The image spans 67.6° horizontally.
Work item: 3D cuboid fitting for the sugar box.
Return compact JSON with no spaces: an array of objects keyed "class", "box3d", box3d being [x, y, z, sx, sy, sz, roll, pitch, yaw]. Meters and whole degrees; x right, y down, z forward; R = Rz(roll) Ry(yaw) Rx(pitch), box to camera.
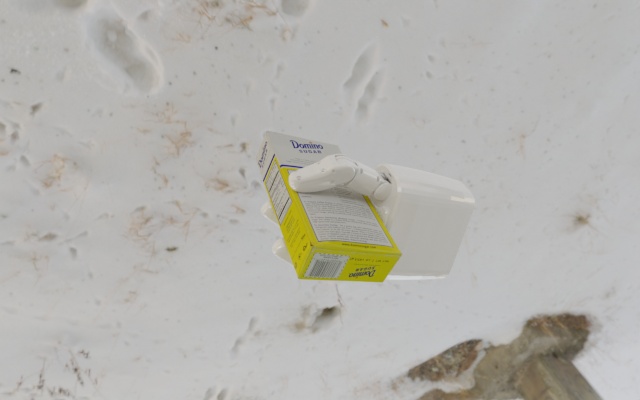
[{"class":"sugar box","box3d":[0.000,0.002,0.476,0.093,0.048,0.176,8,34,-28]}]
